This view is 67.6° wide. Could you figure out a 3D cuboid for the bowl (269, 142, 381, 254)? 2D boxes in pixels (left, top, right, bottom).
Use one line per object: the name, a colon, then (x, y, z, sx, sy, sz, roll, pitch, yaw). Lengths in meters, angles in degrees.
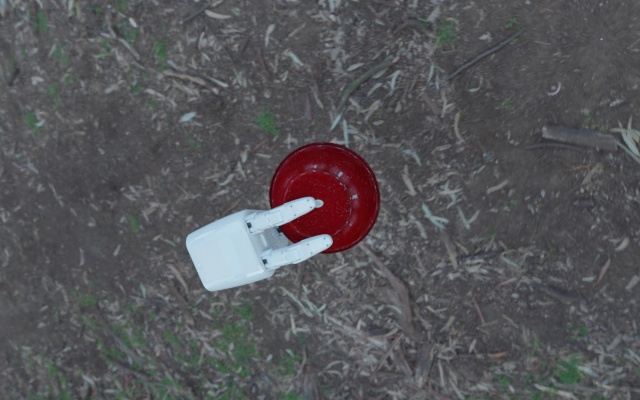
bowl: (0.001, 0.001, 0.655, 0.162, 0.162, 0.055, 0, 10, 10)
